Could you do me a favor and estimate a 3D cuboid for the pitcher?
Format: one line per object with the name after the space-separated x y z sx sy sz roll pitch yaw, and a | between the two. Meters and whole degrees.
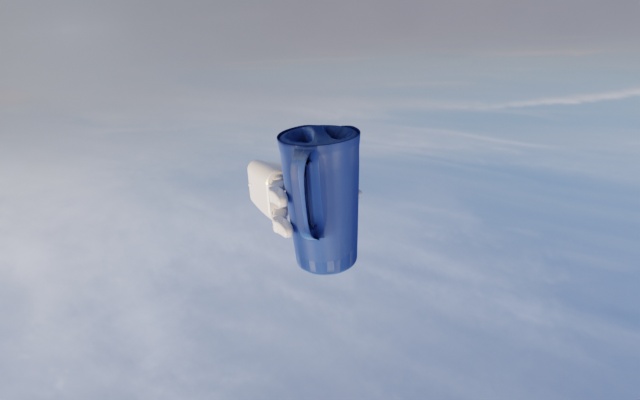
0.000 0.003 0.793 0.149 0.243 0.145 -15 25 -25 | pitcher
